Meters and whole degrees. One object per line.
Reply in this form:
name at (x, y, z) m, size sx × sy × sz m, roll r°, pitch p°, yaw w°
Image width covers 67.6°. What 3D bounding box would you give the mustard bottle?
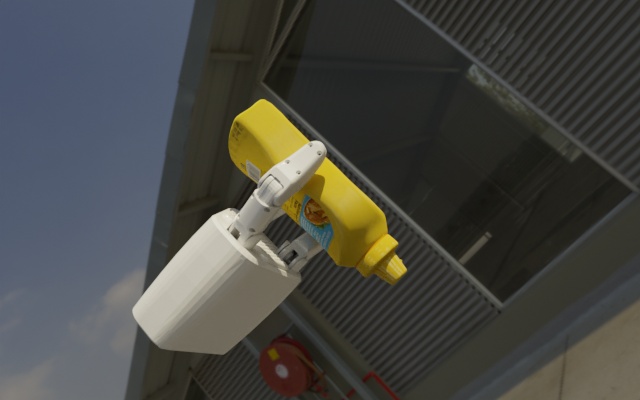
mustard bottle at (0.000, 0.001, 0.425) m, size 0.058 × 0.191 × 0.096 m, roll -40°, pitch -15°, yaw -21°
